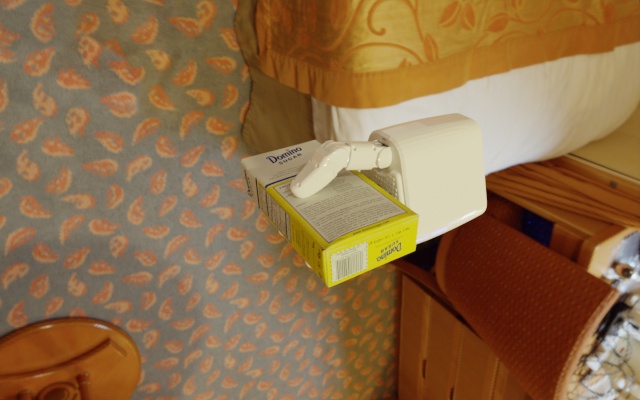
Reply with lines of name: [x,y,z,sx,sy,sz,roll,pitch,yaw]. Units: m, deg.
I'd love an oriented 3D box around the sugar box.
sugar box: [0.000,0.002,0.453,0.093,0.048,0.176,-18,34,-24]
